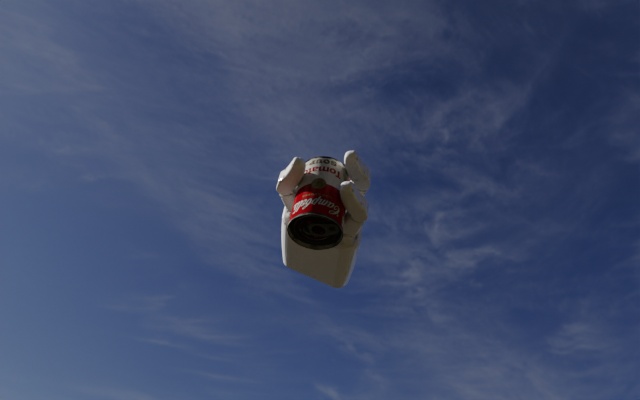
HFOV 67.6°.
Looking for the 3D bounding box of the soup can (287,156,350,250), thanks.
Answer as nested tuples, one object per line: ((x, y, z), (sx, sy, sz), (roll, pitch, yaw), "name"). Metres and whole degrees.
((0.000, 0.001, 0.603), (0.068, 0.102, 0.069), (6, -42, 5), "soup can")
